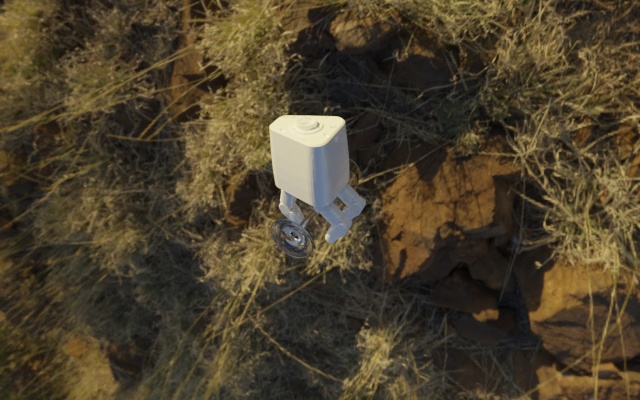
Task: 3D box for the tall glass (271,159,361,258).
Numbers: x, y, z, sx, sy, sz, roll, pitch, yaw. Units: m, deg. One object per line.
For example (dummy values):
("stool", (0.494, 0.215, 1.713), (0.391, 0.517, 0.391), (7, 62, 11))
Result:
("tall glass", (0.000, 0.003, 0.794), (0.079, 0.079, 0.201), (0, 34, 33))
